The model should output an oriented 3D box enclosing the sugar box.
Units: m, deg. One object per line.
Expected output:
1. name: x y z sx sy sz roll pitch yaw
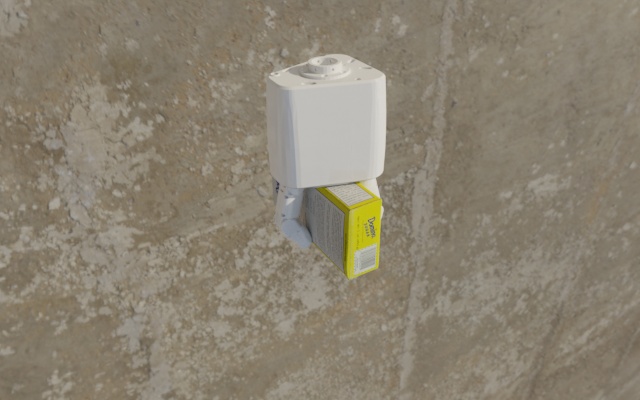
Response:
1. sugar box: 0.001 0.002 0.547 0.048 0.093 0.176 -17 37 -24
